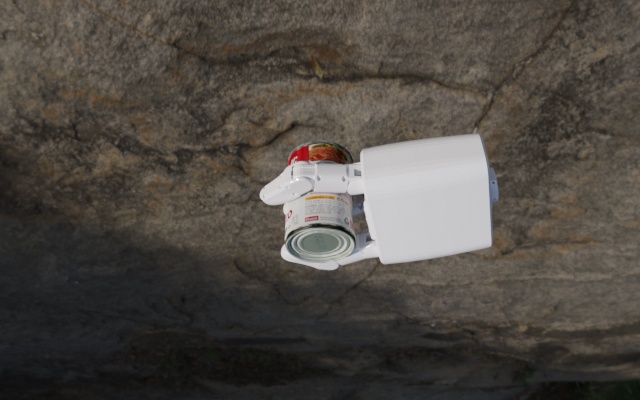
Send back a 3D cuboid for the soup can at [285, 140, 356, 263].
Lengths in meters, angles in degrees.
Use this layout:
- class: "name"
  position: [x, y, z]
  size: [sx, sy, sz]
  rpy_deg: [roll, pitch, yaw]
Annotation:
- class: "soup can"
  position: [0.000, 0.002, 0.469]
  size: [0.068, 0.102, 0.069]
  rpy_deg: [0, -36, 0]
